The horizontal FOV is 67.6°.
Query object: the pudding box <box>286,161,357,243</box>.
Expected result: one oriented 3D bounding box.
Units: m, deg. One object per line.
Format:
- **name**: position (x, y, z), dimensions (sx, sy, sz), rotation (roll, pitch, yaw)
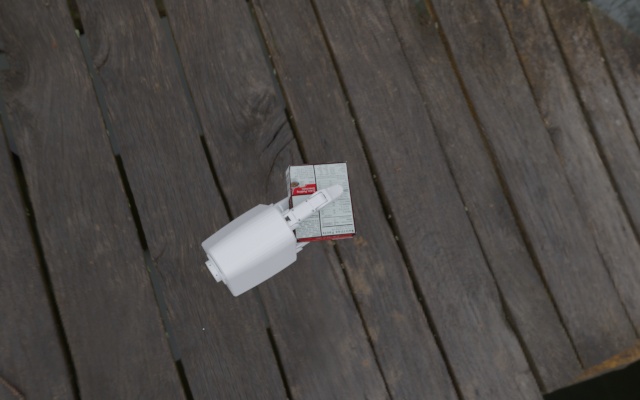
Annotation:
- **pudding box**: position (0.000, 0.002, 0.694), dimensions (0.090, 0.113, 0.039), rotation (-4, -11, -10)
